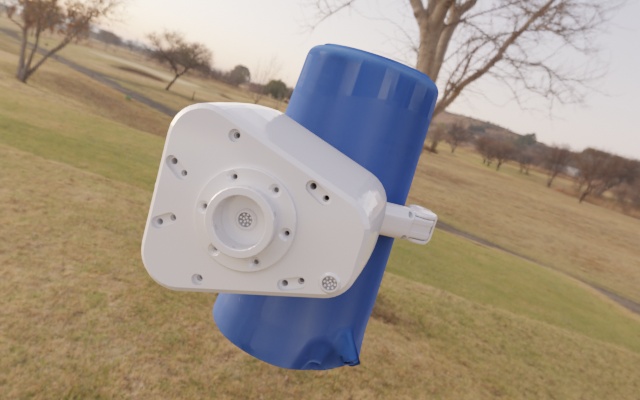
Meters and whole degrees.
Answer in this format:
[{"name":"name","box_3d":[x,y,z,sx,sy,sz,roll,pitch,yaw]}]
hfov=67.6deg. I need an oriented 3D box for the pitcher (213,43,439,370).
[{"name":"pitcher","box_3d":[0.000,0.001,0.404,0.149,0.243,0.145,20,10,6]}]
